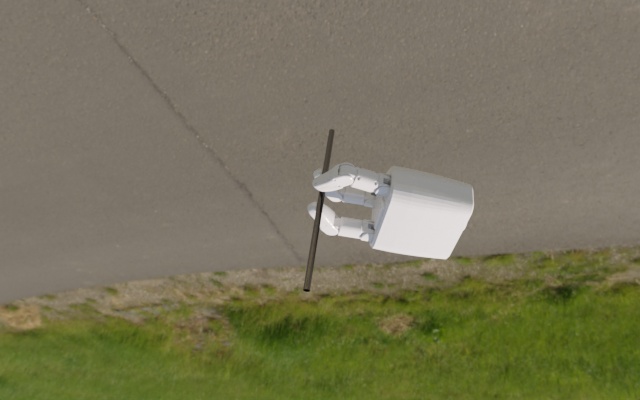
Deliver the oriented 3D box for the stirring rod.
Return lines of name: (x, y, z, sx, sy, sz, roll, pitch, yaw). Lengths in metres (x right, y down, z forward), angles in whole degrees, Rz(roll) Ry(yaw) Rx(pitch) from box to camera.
stirring rod: (0.000, 0.002, 0.602, 0.011, 0.239, 0.011, 6, -33, 4)
